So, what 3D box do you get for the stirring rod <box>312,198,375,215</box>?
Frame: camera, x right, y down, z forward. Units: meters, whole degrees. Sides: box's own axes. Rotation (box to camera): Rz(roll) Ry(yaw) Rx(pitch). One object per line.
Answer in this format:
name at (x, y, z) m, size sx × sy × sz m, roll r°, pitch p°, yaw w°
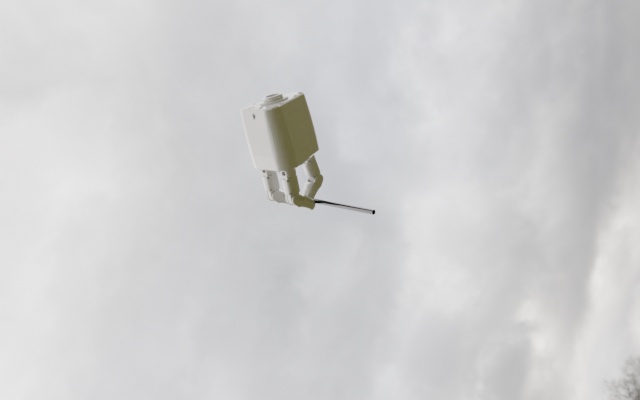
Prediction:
stirring rod at (0.000, 0.003, 0.827) m, size 0.011 × 0.011 × 0.239 m, roll 0°, pitch 7°, yaw -44°
